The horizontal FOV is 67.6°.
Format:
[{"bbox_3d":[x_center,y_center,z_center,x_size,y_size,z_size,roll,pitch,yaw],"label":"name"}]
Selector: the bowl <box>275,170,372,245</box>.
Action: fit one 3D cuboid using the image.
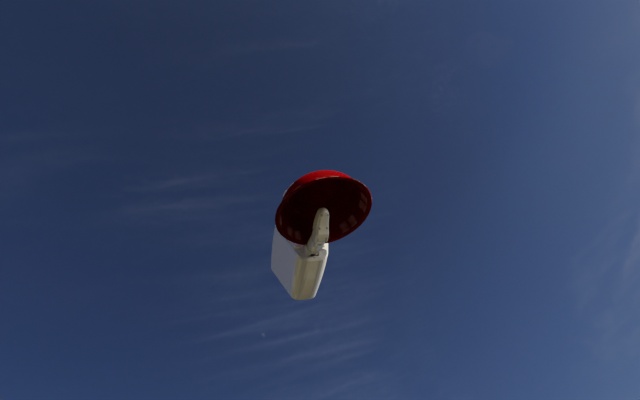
[{"bbox_3d":[0.001,0.001,0.786,0.162,0.055,0.162,-10,-42,-9],"label":"bowl"}]
